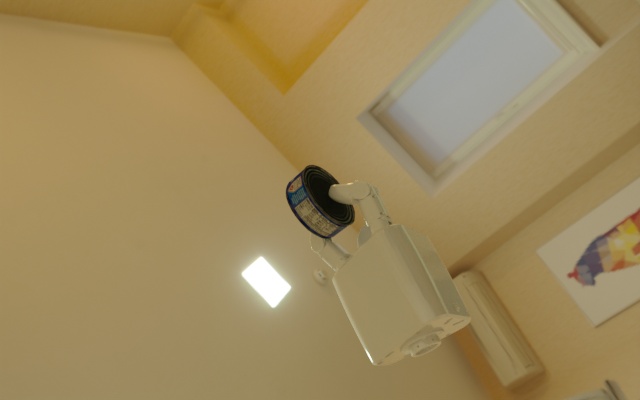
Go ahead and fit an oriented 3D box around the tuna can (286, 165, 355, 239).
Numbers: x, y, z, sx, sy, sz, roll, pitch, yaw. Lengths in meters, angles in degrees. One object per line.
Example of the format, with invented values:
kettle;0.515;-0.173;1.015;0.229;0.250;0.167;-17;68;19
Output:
tuna can;0.000;0.002;0.565;0.034;0.086;0.086;-39;-19;26
